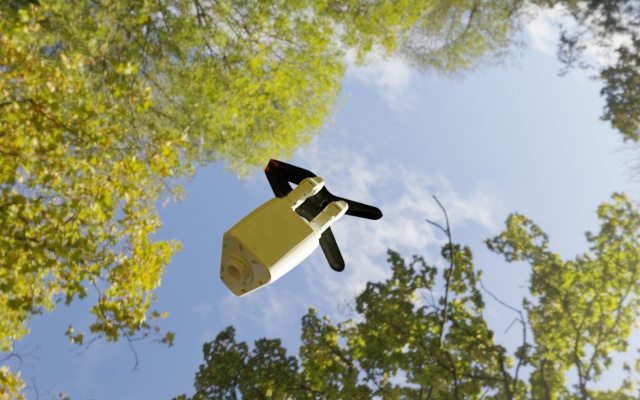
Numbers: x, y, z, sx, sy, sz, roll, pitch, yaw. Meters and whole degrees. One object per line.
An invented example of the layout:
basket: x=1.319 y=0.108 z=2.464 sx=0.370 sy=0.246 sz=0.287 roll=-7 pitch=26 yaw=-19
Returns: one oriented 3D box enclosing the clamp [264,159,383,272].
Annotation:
clamp: x=-0.001 y=0.003 z=0.780 sx=0.164 sy=0.210 sz=0.036 roll=-36 pitch=-14 yaw=-47
